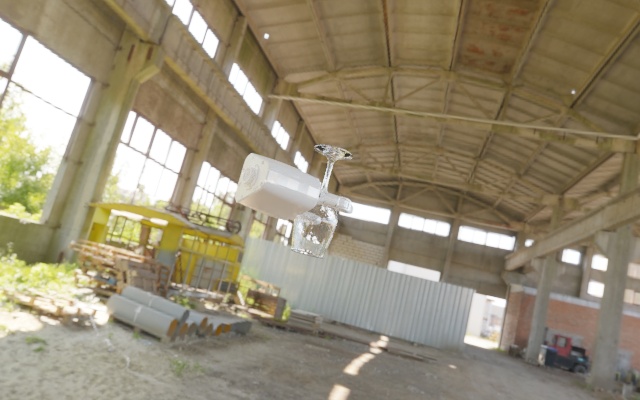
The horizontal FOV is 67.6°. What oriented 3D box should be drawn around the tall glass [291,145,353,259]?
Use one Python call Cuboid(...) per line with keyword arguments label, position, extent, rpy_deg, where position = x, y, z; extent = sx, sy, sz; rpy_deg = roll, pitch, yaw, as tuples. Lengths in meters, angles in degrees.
Cuboid(label="tall glass", position=(0.000, 0.002, 0.886), extent=(0.079, 0.201, 0.079), rpy_deg=(14, -10, 2))
